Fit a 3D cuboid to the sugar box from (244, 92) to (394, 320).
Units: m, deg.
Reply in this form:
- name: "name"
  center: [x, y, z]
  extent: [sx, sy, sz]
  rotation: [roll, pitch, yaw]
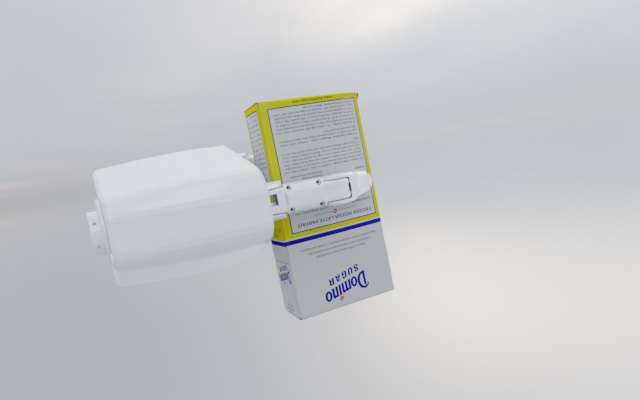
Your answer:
- name: "sugar box"
  center: [0.000, 0.001, 0.407]
  extent: [0.093, 0.176, 0.048]
  rotation: [-12, 7, -23]
